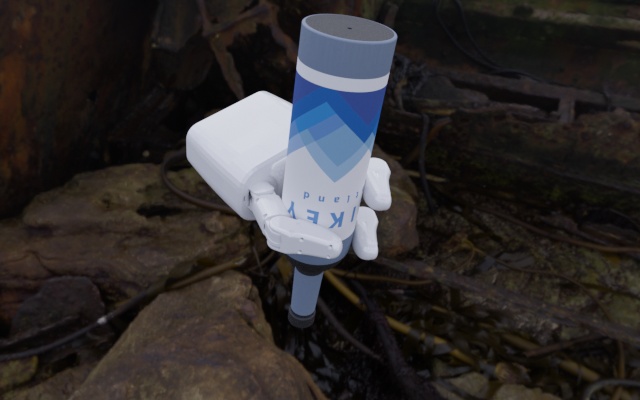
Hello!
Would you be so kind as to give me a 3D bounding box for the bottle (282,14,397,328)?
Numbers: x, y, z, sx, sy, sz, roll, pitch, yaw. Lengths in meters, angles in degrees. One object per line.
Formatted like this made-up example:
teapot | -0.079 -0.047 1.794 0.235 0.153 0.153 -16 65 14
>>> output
bottle | 0.000 0.001 0.410 0.069 0.296 0.069 6 34 -4
